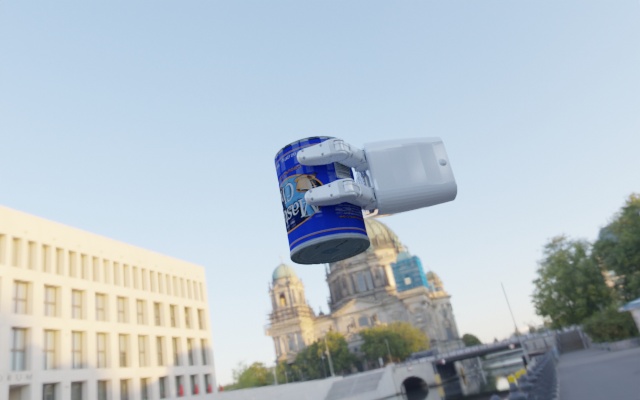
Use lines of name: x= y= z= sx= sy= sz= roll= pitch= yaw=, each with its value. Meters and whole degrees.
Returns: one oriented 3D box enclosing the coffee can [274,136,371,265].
coffee can: x=0.000 y=0.002 z=0.624 sx=0.103 sy=0.140 sz=0.103 roll=-10 pitch=-22 yaw=-4
